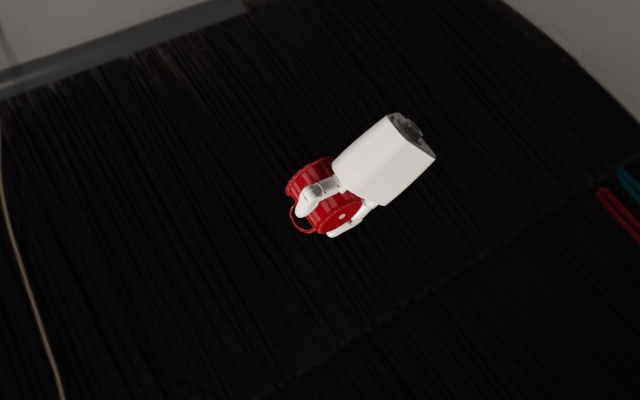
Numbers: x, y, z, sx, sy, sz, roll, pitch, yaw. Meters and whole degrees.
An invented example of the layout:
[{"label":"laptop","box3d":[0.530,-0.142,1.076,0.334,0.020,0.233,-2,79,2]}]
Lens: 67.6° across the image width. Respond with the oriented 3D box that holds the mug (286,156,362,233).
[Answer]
[{"label":"mug","box3d":[-0.001,0.003,0.716,0.117,0.081,0.093,-43,-21,23]}]
